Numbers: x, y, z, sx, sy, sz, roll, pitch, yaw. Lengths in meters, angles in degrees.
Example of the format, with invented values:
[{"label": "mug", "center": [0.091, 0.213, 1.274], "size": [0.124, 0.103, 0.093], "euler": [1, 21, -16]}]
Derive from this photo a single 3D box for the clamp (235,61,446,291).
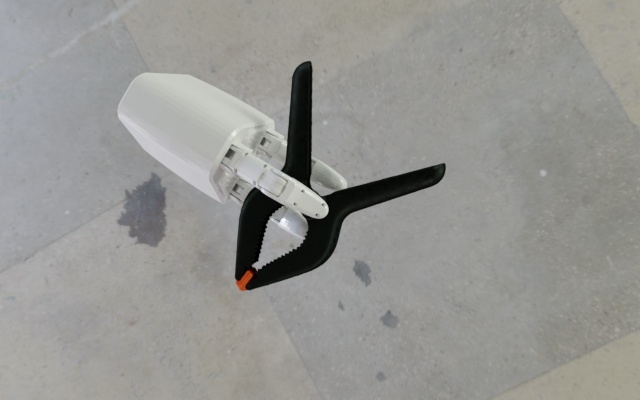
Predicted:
[{"label": "clamp", "center": [-0.001, 0.002, 0.434], "size": [0.164, 0.210, 0.036], "euler": [31, 3, 5]}]
